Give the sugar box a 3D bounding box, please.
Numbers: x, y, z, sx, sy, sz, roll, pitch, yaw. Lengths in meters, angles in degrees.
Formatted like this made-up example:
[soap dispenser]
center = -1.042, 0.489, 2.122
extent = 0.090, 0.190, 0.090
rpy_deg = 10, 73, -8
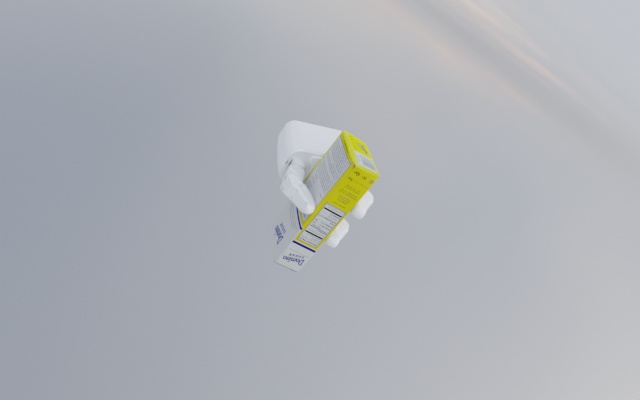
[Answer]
[sugar box]
center = 0.001, 0.002, 0.632
extent = 0.048, 0.176, 0.093
rpy_deg = 26, 27, -22
